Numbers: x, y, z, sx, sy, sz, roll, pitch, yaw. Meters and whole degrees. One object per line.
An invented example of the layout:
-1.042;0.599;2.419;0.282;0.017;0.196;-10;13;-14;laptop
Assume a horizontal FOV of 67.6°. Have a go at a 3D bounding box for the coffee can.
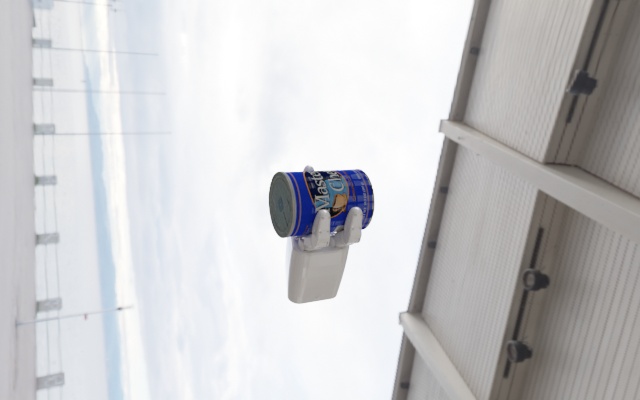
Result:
0.000;0.002;0.759;0.140;0.103;0.103;-4;2;-25;coffee can
